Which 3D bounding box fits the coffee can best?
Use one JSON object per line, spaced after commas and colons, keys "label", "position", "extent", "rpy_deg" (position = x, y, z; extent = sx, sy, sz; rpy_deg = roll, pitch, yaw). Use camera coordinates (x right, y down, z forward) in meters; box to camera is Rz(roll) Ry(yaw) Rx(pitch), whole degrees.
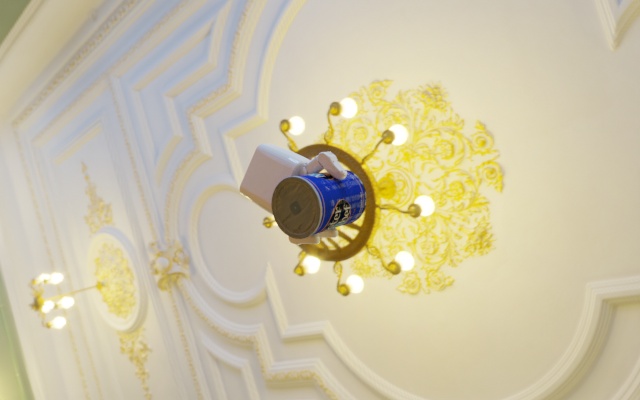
{"label": "coffee can", "position": [0.000, 0.003, 0.824], "extent": [0.103, 0.103, 0.140], "rpy_deg": [0, 8, 37]}
